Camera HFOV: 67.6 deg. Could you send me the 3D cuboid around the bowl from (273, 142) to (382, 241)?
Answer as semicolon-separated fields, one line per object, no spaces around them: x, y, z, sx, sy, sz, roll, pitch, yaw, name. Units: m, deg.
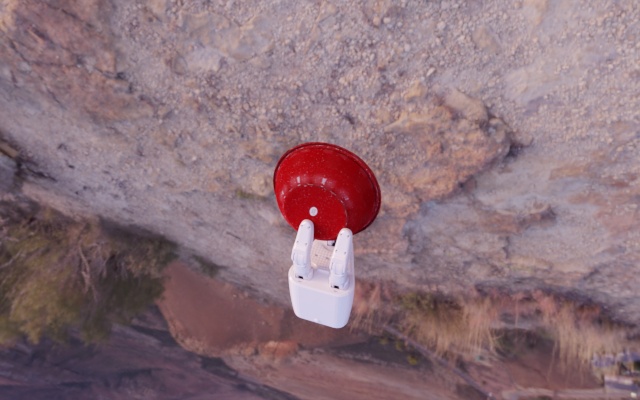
0.000;0.001;0.662;0.162;0.162;0.055;0;33;21;bowl
